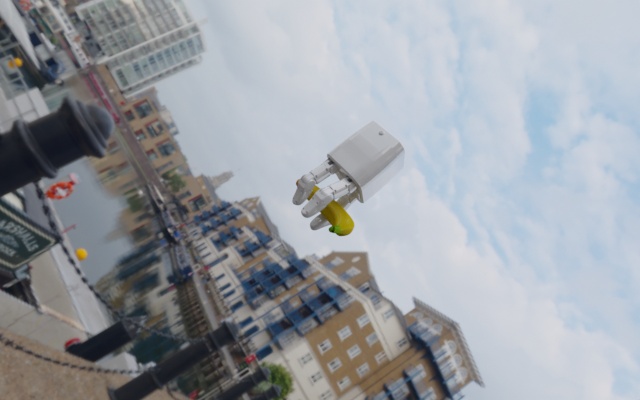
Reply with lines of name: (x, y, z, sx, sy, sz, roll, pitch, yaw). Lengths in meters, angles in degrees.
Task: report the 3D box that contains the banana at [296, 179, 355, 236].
banana: (0.014, 0.014, 0.842, 0.070, 0.037, 0.197, 39, 5, -32)
